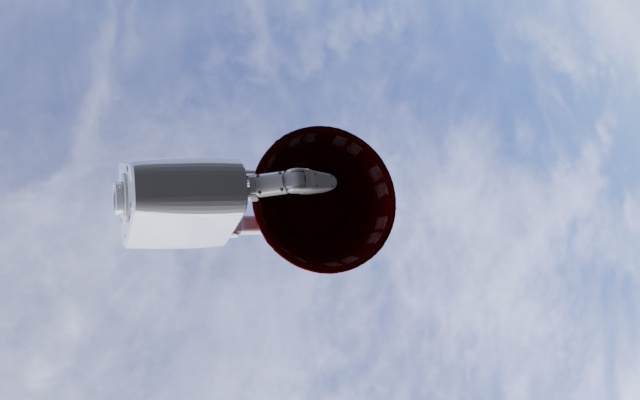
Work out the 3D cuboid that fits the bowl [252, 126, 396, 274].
[{"bbox_3d":[0.001,0.002,0.534,0.162,0.162,0.055,0,-11,-16],"label":"bowl"}]
